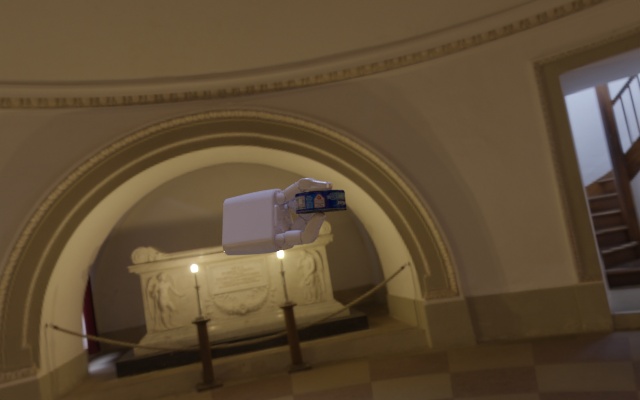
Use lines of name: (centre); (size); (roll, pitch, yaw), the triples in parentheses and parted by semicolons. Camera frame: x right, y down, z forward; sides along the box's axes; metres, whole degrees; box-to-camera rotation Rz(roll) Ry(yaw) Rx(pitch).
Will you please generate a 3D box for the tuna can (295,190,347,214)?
tuna can: (0.000, 0.002, 0.799); (0.086, 0.034, 0.086); (-4, -3, 0)
